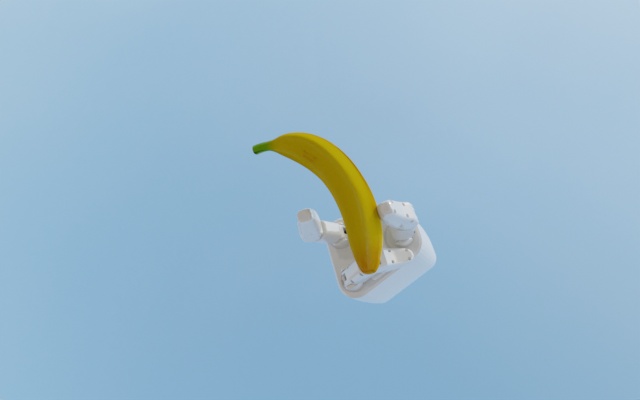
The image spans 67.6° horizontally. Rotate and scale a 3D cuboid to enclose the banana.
[{"bbox_3d":[0.011,-0.014,0.489,0.197,0.069,0.037,47,6,29],"label":"banana"}]
